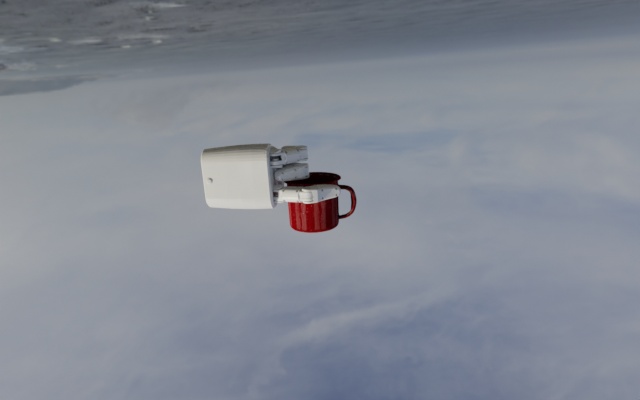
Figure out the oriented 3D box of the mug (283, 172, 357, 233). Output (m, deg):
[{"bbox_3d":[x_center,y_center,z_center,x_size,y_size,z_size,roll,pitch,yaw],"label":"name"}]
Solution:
[{"bbox_3d":[0.002,0.003,0.773,0.117,0.081,0.093,-1,15,9],"label":"mug"}]
